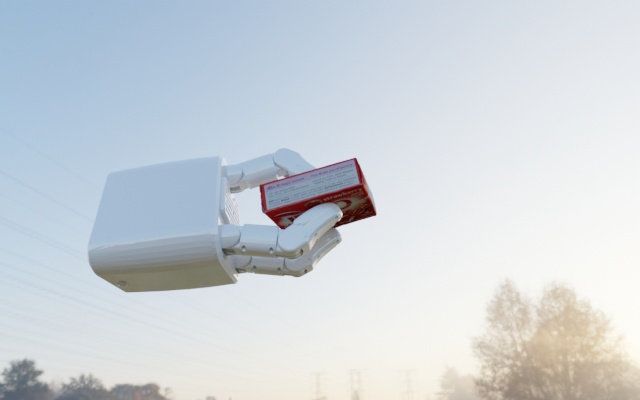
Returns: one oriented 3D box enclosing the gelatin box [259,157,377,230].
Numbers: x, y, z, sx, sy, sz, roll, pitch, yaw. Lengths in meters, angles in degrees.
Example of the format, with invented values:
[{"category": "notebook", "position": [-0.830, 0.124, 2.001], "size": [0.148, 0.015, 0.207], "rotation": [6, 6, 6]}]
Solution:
[{"category": "gelatin box", "position": [0.000, 0.001, 0.424], "size": [0.089, 0.030, 0.073], "rotation": [-16, -26, 9]}]
